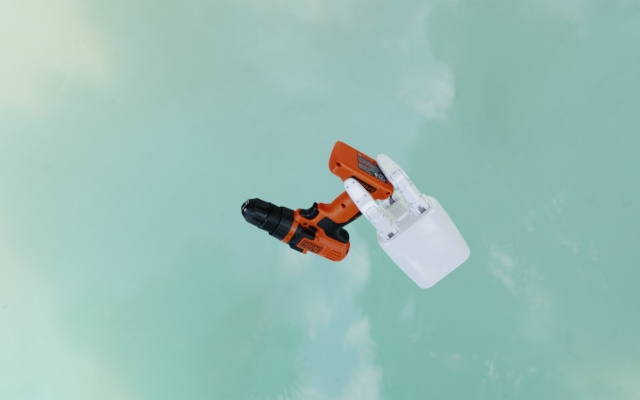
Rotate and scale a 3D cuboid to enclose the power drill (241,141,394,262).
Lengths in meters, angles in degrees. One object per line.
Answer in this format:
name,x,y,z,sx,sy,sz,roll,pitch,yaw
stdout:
power drill,0.001,0.002,0.695,0.184,0.057,0.188,25,-51,-23
